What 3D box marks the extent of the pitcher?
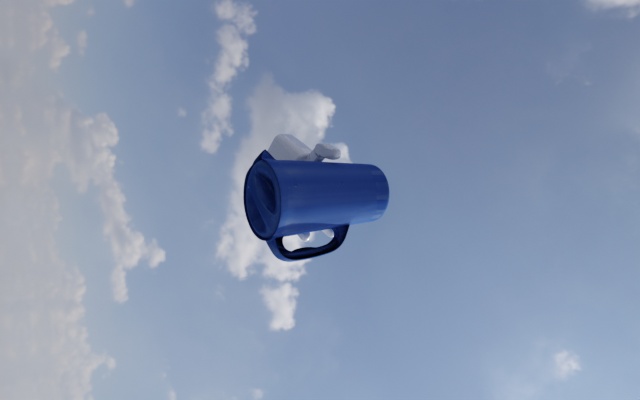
[{"bbox_3d":[0.000,0.003,0.829,0.243,0.149,0.145,-4,32,-33],"label":"pitcher"}]
